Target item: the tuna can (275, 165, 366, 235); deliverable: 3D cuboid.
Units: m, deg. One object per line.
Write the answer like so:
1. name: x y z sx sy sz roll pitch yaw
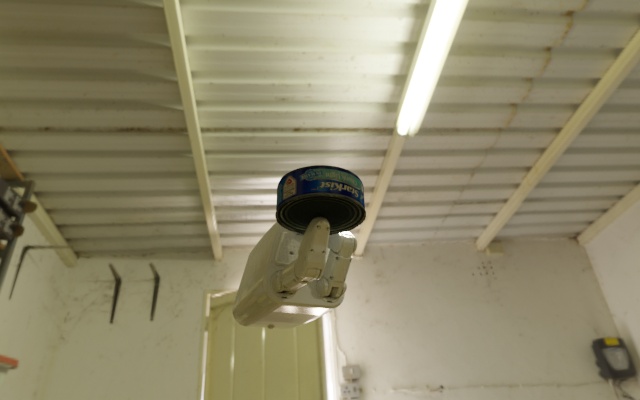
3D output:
1. tuna can: 0.000 0.001 0.458 0.086 0.033 0.086 -1 -28 0
